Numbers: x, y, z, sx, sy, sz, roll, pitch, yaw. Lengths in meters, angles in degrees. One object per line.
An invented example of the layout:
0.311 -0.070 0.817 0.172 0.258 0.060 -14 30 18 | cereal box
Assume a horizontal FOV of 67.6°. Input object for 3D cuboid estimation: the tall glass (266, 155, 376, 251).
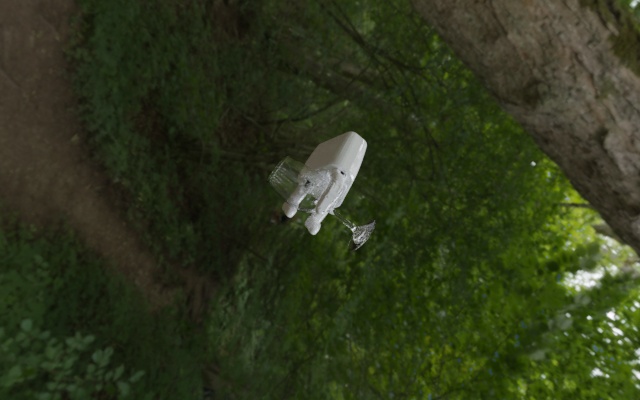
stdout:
0.001 0.003 0.858 0.201 0.079 0.079 38 -10 -13 | tall glass
